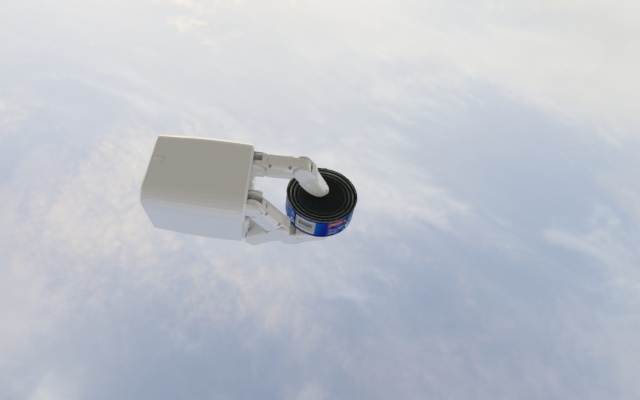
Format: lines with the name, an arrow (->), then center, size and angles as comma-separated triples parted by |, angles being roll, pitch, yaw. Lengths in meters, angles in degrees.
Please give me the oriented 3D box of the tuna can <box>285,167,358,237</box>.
tuna can -> 0.000, 0.002, 0.582 | 0.086, 0.086, 0.034 | 0, -40, -9
